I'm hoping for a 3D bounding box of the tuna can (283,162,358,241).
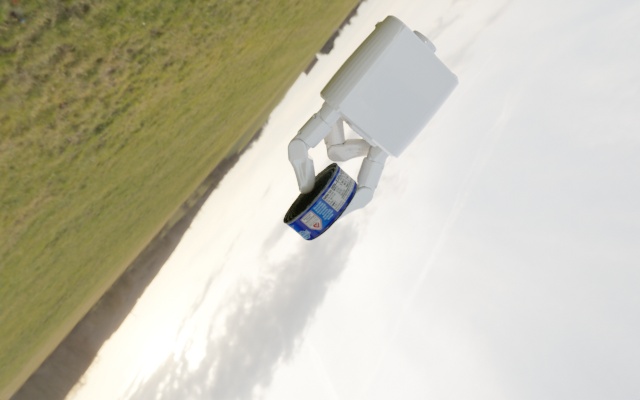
[{"bbox_3d":[0.000,0.002,0.516,0.034,0.086,0.086,41,-11,-12],"label":"tuna can"}]
